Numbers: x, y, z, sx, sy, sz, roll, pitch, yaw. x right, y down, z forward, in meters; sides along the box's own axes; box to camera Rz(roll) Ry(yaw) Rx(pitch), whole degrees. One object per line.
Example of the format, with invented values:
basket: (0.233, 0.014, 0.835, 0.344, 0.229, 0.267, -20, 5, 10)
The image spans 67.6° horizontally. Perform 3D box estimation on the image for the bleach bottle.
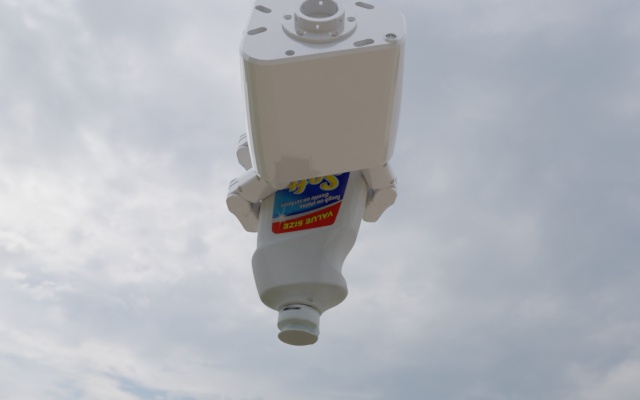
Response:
bleach bottle: (0.000, 0.001, 0.417, 0.102, 0.250, 0.068, 3, -39, 2)
